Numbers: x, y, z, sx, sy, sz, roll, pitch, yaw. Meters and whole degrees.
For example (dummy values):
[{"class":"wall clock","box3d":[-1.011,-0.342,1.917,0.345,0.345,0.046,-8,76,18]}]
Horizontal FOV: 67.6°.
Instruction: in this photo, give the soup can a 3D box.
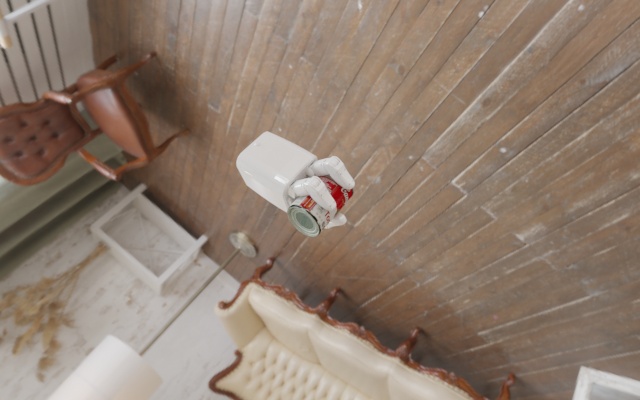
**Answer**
[{"class":"soup can","box3d":[0.000,0.003,0.795,0.068,0.068,0.102,0,39,47]}]
